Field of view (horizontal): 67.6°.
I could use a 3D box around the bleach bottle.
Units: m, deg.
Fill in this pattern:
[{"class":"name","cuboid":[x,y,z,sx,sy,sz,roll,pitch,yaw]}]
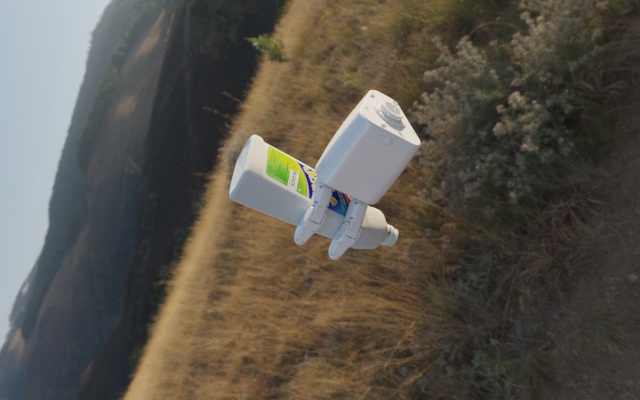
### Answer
[{"class":"bleach bottle","cuboid":[0.000,0.002,0.682,0.251,0.102,0.068,24,-53,-19]}]
